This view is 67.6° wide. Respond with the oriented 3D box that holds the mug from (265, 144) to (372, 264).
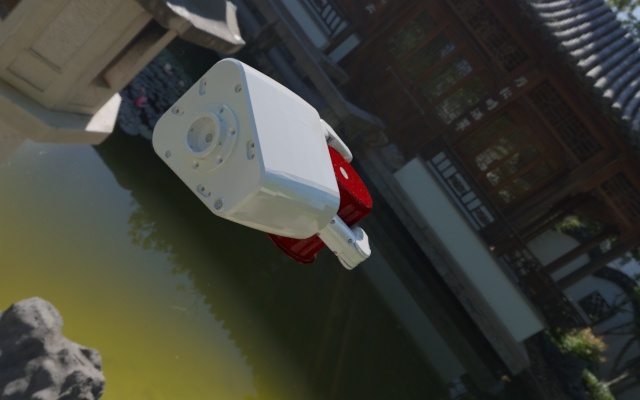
[{"bbox_3d":[0.001,0.002,0.463,0.081,0.093,0.117,-38,-24,17],"label":"mug"}]
